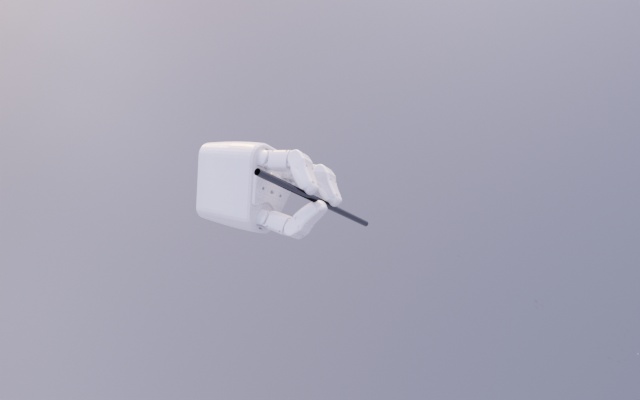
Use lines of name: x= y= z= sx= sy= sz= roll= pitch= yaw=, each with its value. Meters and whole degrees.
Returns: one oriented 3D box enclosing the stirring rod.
stirring rod: x=0.000 y=0.002 z=0.581 sx=0.011 sy=0.011 sz=0.239 roll=0 pitch=-15 yaw=34
